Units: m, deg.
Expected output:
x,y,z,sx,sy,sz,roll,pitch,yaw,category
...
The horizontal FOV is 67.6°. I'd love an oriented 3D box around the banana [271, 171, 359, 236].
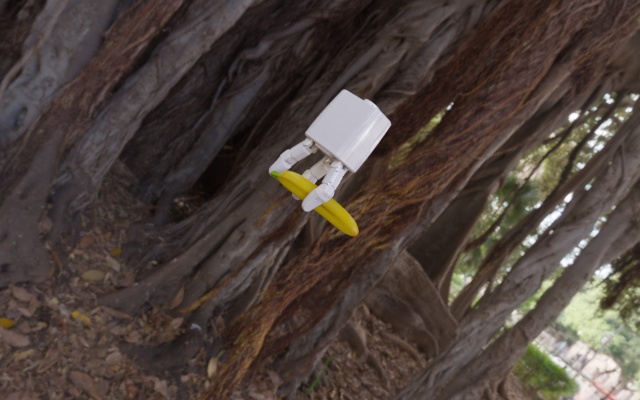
x,y,z,sx,sy,sz,roll,pitch,yaw,category
0.001,0.003,0.851,0.198,0.037,0.069,38,0,-12,banana
